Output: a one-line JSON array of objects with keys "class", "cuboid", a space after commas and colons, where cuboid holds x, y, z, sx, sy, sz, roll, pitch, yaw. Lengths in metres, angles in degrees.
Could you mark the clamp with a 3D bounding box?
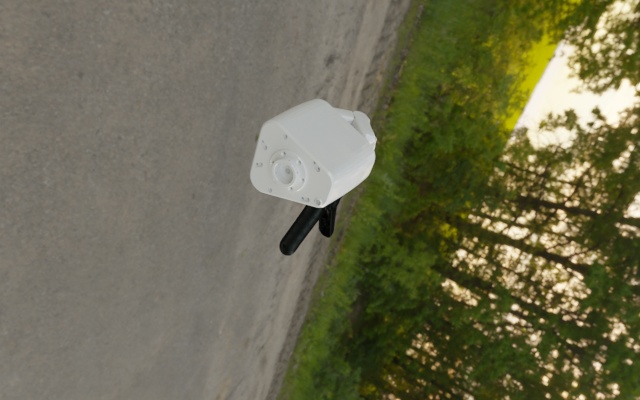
[{"class": "clamp", "cuboid": [0.001, 0.002, 0.663, 0.039, 0.172, 0.120, 29, 33, 19]}]
